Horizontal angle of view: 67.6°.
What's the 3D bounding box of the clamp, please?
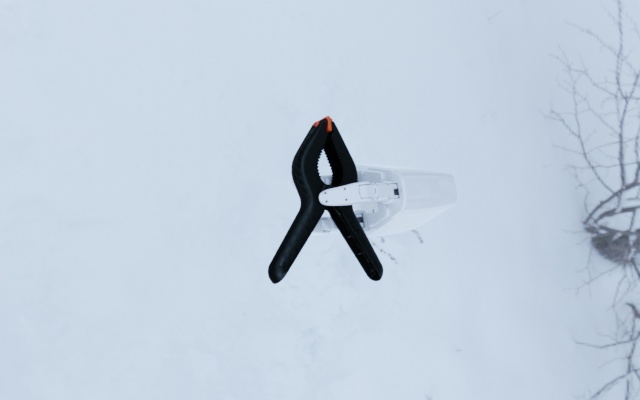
[{"bbox_3d":[0.001,0.001,0.573,0.164,0.210,0.036,-2,-8,-39],"label":"clamp"}]
